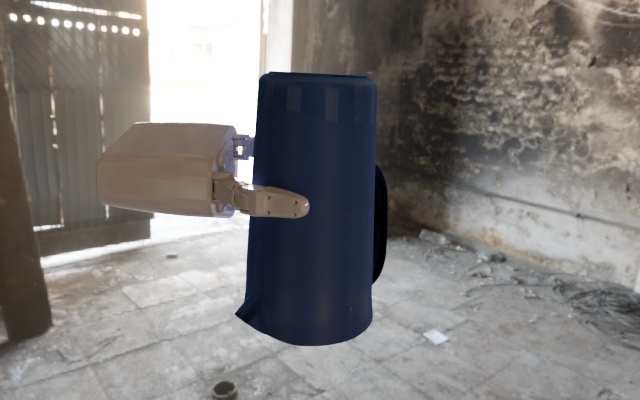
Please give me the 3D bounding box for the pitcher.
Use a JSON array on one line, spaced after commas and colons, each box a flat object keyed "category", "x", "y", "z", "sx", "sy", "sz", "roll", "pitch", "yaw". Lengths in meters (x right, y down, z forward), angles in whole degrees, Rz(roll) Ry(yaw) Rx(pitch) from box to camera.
[{"category": "pitcher", "x": 0.000, "y": 0.002, "z": 0.467, "sx": 0.145, "sy": 0.243, "sz": 0.149, "roll": 4, "pitch": 15, "yaw": 4}]
